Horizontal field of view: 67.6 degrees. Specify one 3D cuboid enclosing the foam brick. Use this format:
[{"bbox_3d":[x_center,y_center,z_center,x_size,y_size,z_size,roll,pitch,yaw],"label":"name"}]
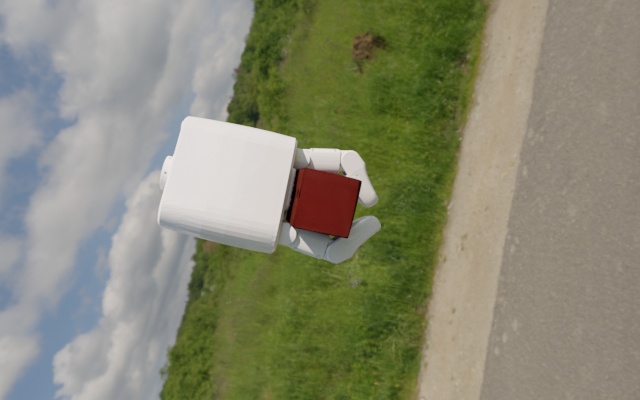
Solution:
[{"bbox_3d":[0.000,0.001,0.438,0.051,0.053,0.078,13,0,-8],"label":"foam brick"}]
